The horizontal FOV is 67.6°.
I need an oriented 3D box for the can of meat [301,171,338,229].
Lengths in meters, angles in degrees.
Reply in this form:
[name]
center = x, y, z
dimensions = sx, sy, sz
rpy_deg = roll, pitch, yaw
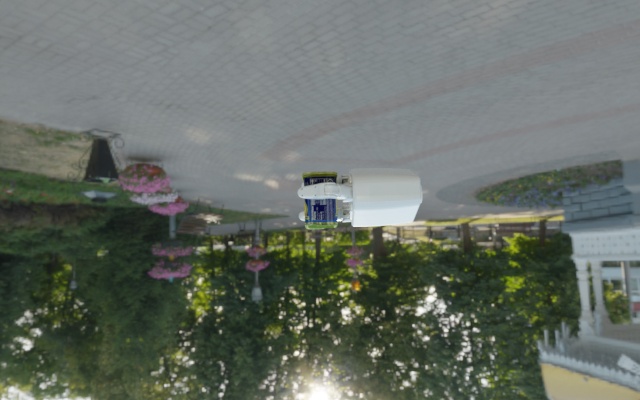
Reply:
[can of meat]
center = 0.000, 0.003, 0.780
dimensions = 0.057, 0.084, 0.102
rpy_deg = -2, -7, 0
